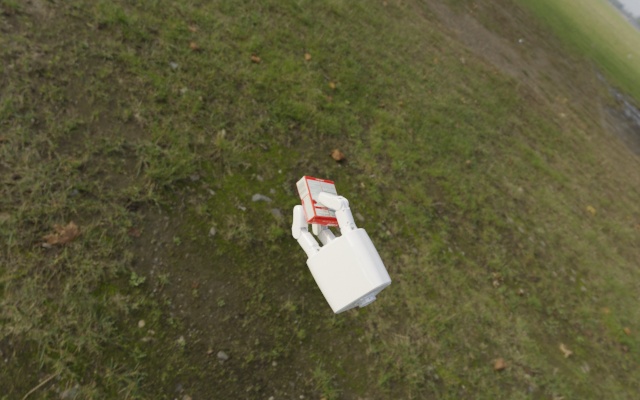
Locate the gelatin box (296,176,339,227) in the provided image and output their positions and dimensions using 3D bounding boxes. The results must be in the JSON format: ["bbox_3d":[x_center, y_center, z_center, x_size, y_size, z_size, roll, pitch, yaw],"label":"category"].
[{"bbox_3d":[0.000,0.002,0.885,0.073,0.089,0.030,9,-35,-40],"label":"gelatin box"}]
